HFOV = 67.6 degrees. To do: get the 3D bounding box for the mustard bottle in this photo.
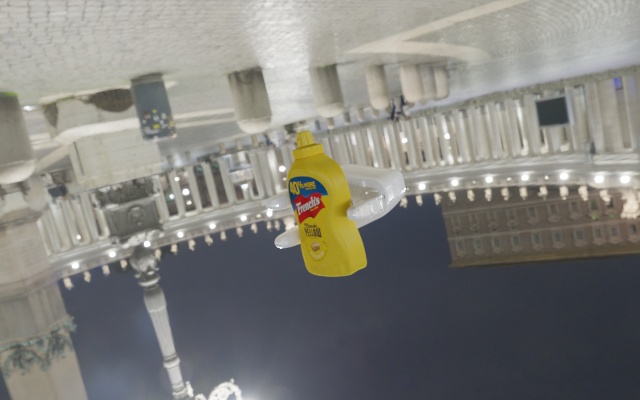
[{"bbox_3d":[0.000,0.002,0.635,0.058,0.191,0.096,-20,10,-38],"label":"mustard bottle"}]
